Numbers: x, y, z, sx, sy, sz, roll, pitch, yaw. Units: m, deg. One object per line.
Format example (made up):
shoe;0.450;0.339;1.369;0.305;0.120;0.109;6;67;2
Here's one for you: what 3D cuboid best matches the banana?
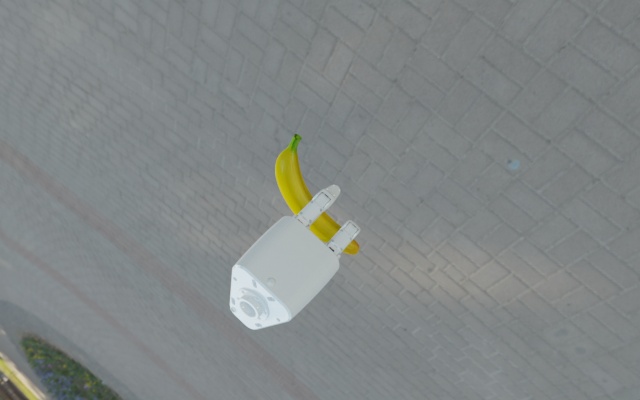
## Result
banana;-0.015;0.004;0.704;0.069;0.198;0.037;-19;16;42
